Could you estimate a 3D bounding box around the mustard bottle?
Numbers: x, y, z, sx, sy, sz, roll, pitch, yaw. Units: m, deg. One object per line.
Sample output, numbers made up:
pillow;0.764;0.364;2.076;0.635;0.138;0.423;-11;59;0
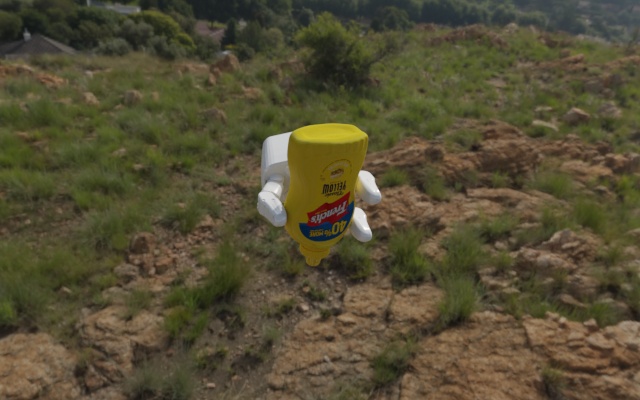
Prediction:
mustard bottle;0.000;0.002;0.603;0.096;0.192;0.058;-12;35;-30
